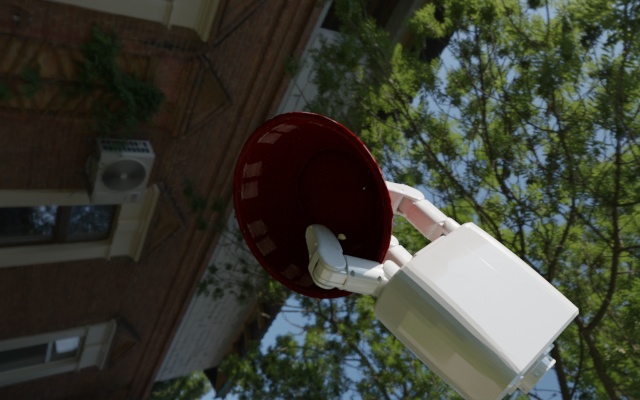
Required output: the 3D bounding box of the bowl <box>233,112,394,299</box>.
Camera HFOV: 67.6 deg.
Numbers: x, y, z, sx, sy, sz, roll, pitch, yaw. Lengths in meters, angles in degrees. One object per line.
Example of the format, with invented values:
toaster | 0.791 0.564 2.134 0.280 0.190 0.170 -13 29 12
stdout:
bowl | -0.001 0.000 0.422 0.162 0.162 0.055 0 14 34
